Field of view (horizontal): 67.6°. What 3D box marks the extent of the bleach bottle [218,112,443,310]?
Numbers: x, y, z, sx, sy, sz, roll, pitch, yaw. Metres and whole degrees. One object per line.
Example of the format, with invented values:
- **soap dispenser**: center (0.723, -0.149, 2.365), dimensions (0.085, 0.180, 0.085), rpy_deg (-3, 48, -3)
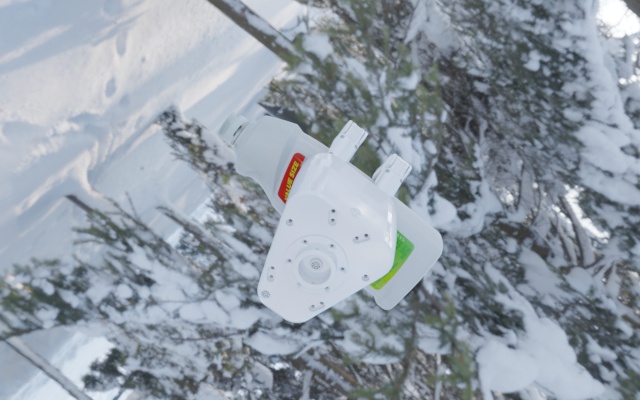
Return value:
- **bleach bottle**: center (0.000, 0.002, 0.498), dimensions (0.251, 0.102, 0.068), rpy_deg (36, 19, -6)
